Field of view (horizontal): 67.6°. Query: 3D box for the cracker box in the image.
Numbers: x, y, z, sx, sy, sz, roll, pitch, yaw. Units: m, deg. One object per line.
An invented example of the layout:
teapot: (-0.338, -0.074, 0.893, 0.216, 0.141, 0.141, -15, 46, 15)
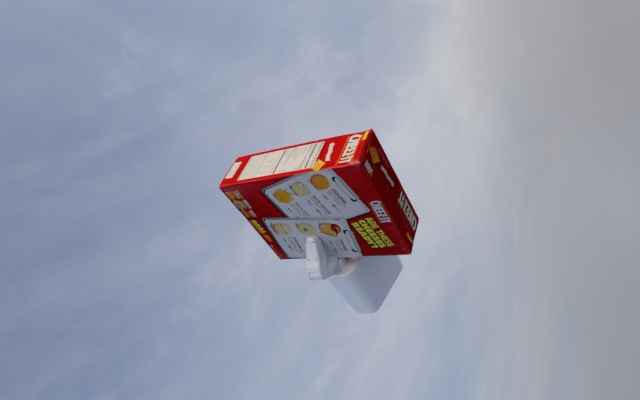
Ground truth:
cracker box: (0.000, 0.002, 0.634, 0.214, 0.072, 0.164, -8, -47, 32)
